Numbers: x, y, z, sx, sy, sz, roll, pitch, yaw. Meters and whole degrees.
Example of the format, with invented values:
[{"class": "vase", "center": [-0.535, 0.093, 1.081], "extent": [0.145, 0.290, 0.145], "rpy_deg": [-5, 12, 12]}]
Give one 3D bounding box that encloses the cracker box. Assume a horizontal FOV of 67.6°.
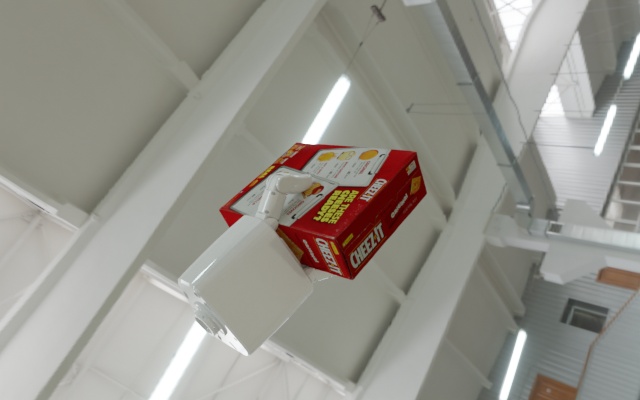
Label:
[{"class": "cracker box", "center": [0.000, 0.002, 0.608], "extent": [0.213, 0.072, 0.164], "rpy_deg": [11, 46, 44]}]
